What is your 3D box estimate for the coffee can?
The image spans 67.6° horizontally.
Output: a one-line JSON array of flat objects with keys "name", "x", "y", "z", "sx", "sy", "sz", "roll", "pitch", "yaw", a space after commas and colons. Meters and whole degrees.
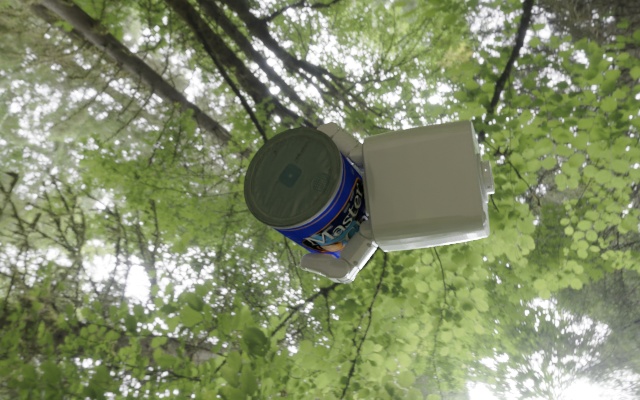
[{"name": "coffee can", "x": 0.000, "y": 0.002, "z": 0.503, "sx": 0.103, "sy": 0.102, "sz": 0.140, "roll": 0, "pitch": -21, "yaw": 26}]
